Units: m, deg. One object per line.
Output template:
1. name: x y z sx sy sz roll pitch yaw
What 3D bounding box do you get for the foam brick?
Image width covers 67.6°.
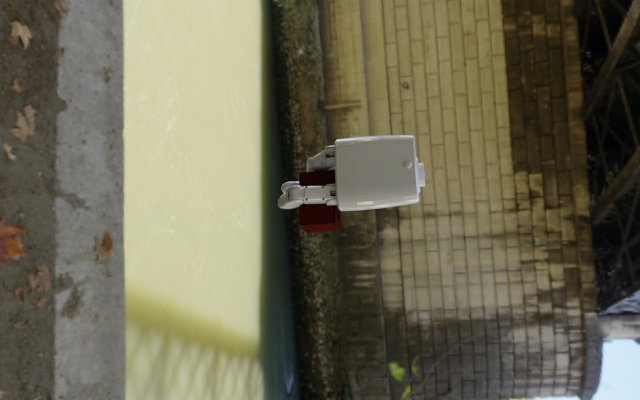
1. foam brick: 0.000 0.003 0.671 0.051 0.078 0.053 -4 -15 10
